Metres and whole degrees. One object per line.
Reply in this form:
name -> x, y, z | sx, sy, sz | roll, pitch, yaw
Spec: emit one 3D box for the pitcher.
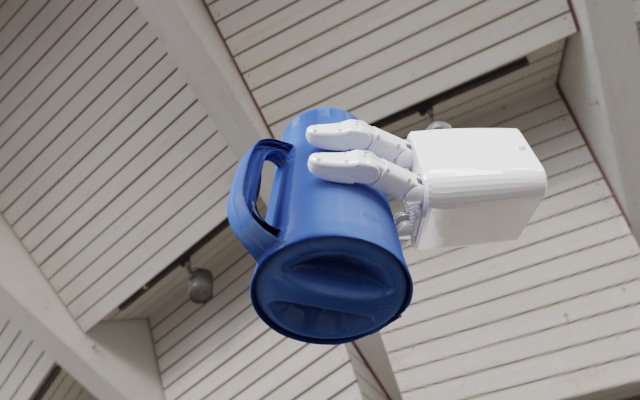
pitcher -> 0.000, 0.002, 0.473 | 0.145, 0.149, 0.242 | -3, 38, 1
